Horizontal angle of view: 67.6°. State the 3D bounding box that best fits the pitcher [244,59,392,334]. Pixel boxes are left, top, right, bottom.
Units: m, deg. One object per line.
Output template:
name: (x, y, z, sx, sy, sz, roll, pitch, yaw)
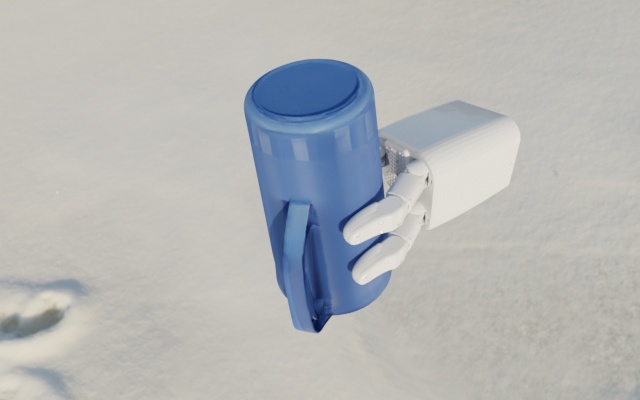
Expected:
pitcher: (0.000, 0.001, 0.461, 0.145, 0.243, 0.149, -25, 46, -16)
